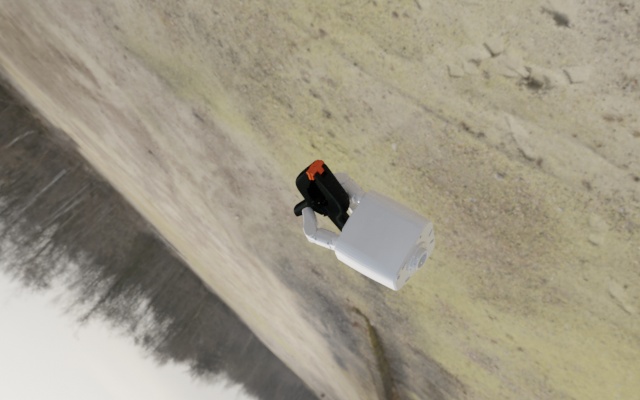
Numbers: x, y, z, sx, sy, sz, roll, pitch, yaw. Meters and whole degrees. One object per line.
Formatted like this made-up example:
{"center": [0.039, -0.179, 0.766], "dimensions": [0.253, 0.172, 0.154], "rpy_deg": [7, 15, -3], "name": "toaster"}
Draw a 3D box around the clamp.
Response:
{"center": [0.000, 0.003, 0.767], "dimensions": [0.164, 0.036, 0.210], "rpy_deg": [25, -24, 30], "name": "clamp"}
